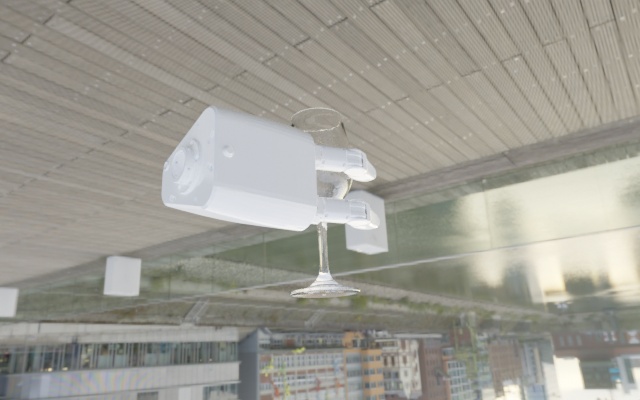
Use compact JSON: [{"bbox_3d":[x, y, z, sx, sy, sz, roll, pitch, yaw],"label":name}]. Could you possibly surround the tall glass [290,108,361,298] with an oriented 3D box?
[{"bbox_3d":[0.000,0.002,0.525,0.079,0.201,0.079,-2,-18,-1],"label":"tall glass"}]
